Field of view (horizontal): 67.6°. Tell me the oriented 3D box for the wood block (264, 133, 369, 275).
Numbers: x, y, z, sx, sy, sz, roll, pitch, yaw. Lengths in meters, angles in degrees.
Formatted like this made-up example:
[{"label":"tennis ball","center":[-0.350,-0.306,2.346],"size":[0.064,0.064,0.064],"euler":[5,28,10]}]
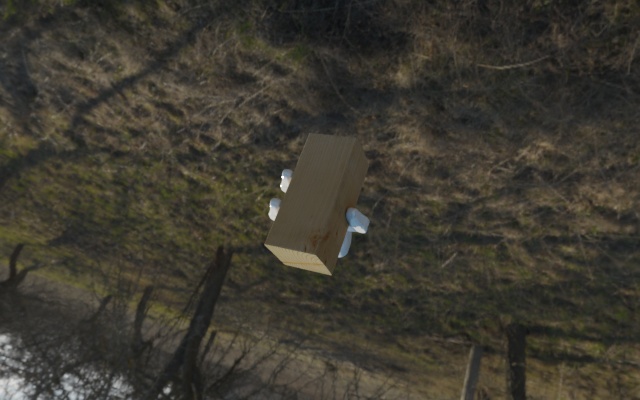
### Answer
[{"label":"wood block","center":[0.000,0.003,0.773],"size":[0.091,0.206,0.090],"euler":[10,-24,24]}]
